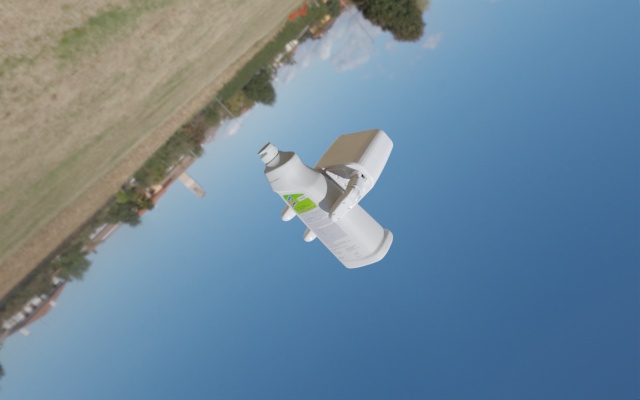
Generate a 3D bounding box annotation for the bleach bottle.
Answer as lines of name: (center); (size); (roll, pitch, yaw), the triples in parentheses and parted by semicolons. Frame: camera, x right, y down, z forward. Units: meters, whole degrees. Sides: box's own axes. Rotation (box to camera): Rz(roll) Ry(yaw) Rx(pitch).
bleach bottle: (0.000, 0.003, 0.773); (0.102, 0.251, 0.068); (-25, 25, 47)
